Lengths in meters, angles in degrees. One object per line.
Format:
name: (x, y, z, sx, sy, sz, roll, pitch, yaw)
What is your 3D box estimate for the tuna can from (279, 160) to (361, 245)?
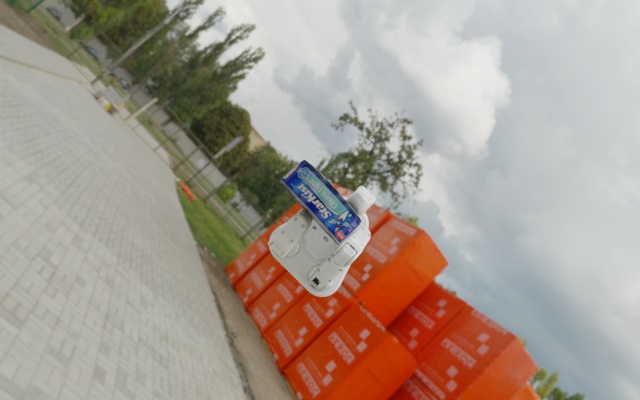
tuna can: (0.000, 0.001, 0.467, 0.034, 0.086, 0.086, -43, 2, -2)
